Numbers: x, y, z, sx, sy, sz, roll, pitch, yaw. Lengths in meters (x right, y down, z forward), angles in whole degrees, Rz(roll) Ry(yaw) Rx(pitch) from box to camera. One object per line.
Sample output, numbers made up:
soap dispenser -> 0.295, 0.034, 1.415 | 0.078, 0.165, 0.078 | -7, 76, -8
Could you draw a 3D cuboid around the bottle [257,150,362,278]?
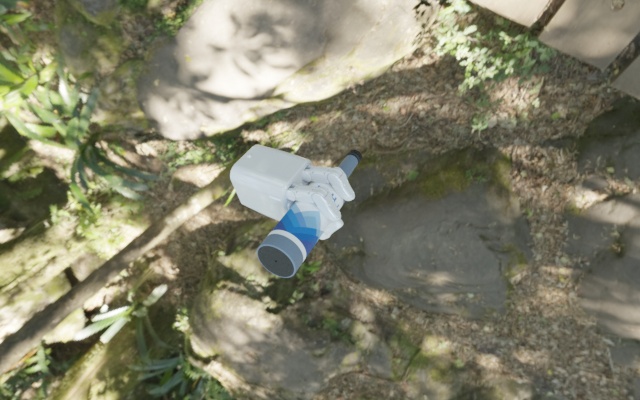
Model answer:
bottle -> 0.000, 0.003, 0.799 | 0.069, 0.069, 0.295 | 0, 36, 34
